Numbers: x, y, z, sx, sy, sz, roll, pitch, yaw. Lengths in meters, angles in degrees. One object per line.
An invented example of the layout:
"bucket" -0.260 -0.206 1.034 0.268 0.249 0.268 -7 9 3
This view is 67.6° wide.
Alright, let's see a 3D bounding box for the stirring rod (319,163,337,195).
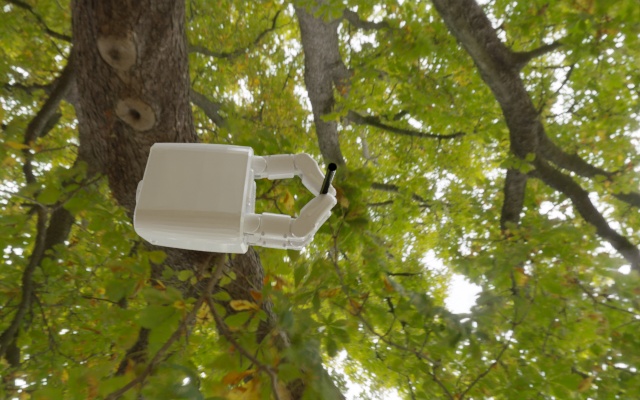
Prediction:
"stirring rod" 0.000 0.002 0.533 0.011 0.011 0.239 0 -15 -5
